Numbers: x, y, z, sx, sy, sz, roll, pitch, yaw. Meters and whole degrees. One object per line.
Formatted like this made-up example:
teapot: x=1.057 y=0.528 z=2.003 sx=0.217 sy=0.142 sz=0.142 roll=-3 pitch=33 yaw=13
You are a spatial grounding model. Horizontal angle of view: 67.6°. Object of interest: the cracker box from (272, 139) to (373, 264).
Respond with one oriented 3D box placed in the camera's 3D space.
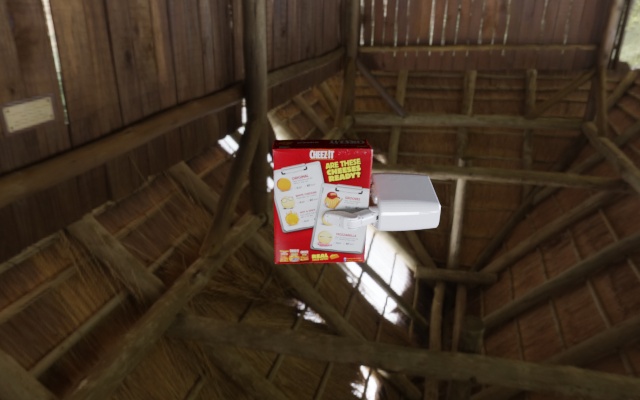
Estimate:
cracker box: x=0.000 y=0.003 z=0.835 sx=0.164 sy=0.214 sz=0.072 roll=-1 pitch=23 yaw=-5
